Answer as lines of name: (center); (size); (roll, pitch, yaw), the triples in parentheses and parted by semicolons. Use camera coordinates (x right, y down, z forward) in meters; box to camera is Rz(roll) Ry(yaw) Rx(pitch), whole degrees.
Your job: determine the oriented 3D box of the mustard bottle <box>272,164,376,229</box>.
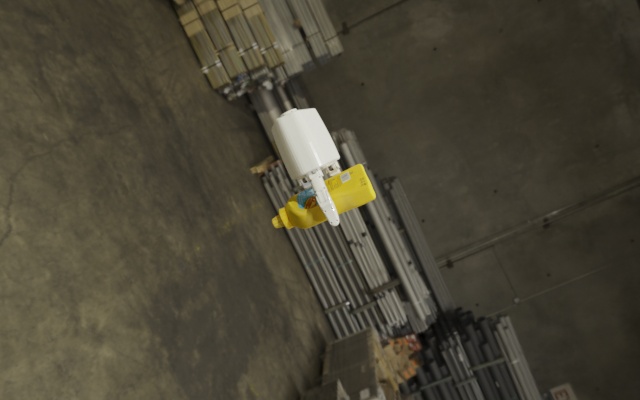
mustard bottle: (0.001, 0.003, 0.864); (0.191, 0.058, 0.096); (-24, 28, 7)
